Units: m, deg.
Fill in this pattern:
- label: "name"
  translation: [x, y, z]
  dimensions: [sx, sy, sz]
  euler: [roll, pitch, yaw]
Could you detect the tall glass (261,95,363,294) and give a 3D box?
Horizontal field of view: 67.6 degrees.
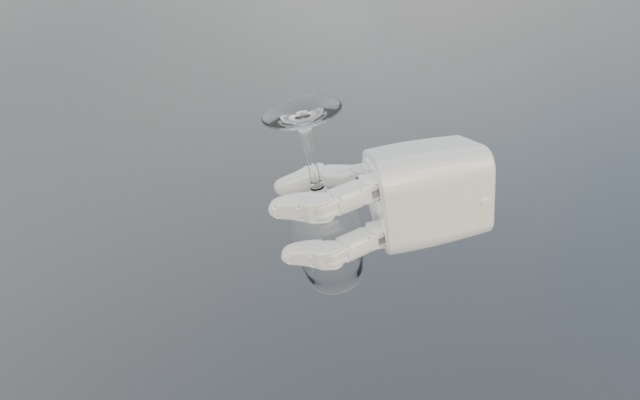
- label: "tall glass"
  translation: [0.000, 0.001, 0.483]
  dimensions: [0.079, 0.201, 0.079]
  euler: [-8, 32, 5]
